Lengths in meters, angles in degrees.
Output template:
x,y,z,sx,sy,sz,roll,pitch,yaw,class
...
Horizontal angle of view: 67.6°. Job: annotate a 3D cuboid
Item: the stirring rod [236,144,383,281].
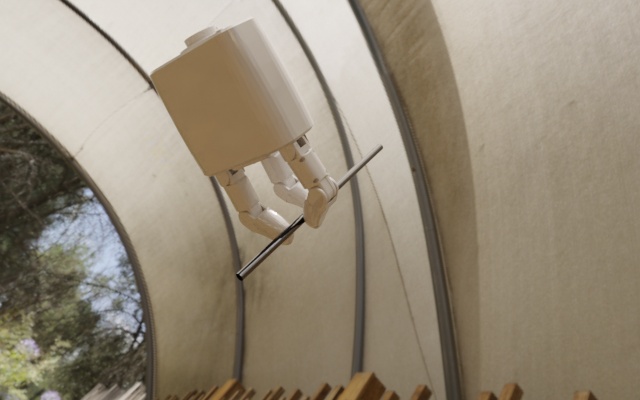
x,y,z,sx,sy,sz,roll,pitch,yaw,class
0.000,0.002,0.483,0.011,0.011,0.239,0,32,43,stirring rod
